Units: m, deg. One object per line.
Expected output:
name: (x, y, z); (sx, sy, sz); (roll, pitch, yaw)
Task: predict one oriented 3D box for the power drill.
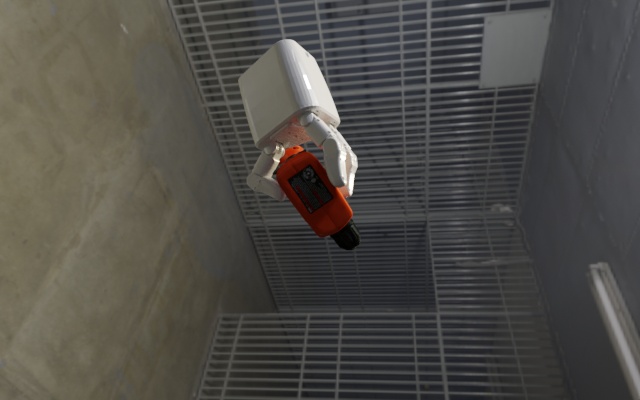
power drill: (0.000, 0.002, 0.663); (0.057, 0.184, 0.187); (-37, 2, 0)
